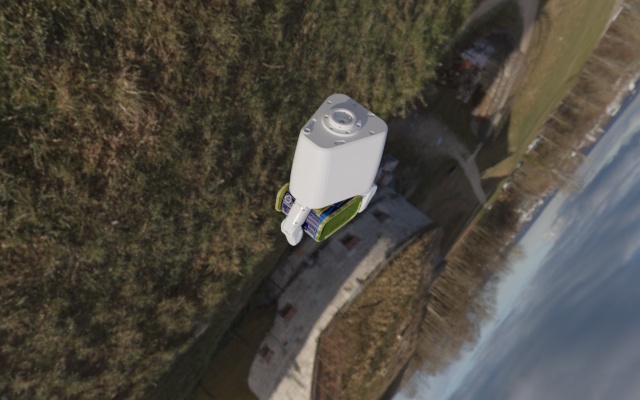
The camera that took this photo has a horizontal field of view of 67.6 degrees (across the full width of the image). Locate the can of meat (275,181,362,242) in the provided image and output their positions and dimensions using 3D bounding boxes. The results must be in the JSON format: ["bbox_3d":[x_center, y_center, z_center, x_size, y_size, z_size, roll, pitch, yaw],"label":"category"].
[{"bbox_3d":[0.000,0.003,0.700,0.084,0.057,0.102,39,51,21],"label":"can of meat"}]
